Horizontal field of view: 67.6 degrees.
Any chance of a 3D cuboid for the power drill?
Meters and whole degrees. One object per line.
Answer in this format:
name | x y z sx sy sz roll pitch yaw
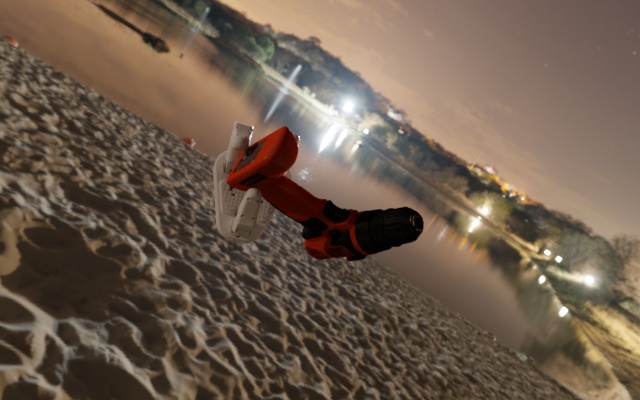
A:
power drill | 0.000 0.002 0.543 0.188 0.057 0.184 41 -35 -23
